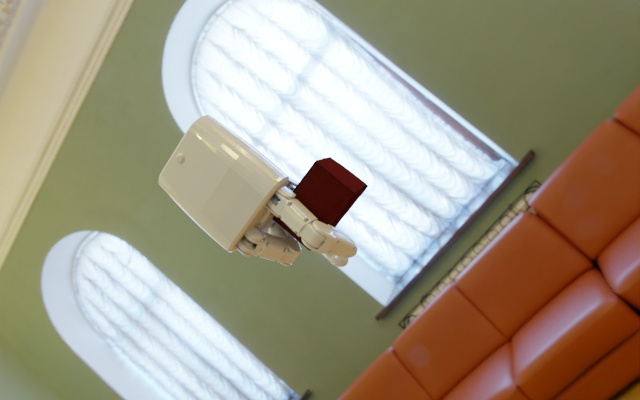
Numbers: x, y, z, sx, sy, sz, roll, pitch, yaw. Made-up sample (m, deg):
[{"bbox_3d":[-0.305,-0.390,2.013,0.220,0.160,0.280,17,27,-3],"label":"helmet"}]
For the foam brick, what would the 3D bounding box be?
[{"bbox_3d":[0.000,0.001,0.481,0.051,0.078,0.053,41,19,9],"label":"foam brick"}]
